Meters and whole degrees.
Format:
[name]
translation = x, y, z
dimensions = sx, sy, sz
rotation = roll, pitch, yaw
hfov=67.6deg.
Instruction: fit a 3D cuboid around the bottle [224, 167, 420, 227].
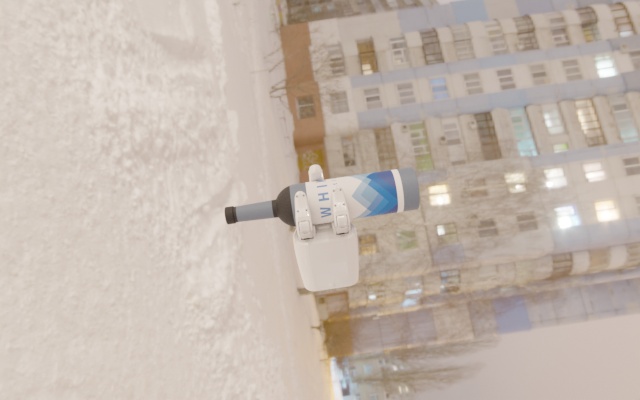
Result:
[bottle]
translation = 0.000, 0.002, 0.739
dimensions = 0.296, 0.069, 0.069
rotation = -8, 0, 0
